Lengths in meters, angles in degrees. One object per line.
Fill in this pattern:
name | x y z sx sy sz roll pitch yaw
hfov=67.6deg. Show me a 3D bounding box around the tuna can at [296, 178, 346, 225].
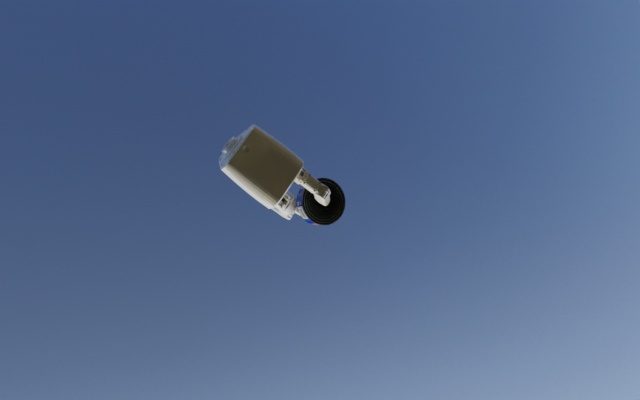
tuna can | 0.000 0.003 0.872 0.086 0.086 0.034 0 -3 -24
